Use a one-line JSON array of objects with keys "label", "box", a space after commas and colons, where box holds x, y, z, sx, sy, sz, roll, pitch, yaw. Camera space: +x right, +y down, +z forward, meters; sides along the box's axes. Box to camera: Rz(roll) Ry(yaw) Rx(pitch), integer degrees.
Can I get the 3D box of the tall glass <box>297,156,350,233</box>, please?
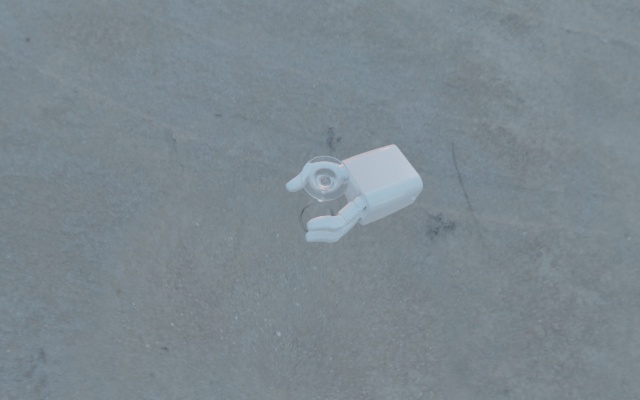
[{"label": "tall glass", "box": [0.000, 0.002, 0.808, 0.079, 0.079, 0.201, 0, -22, -5]}]
